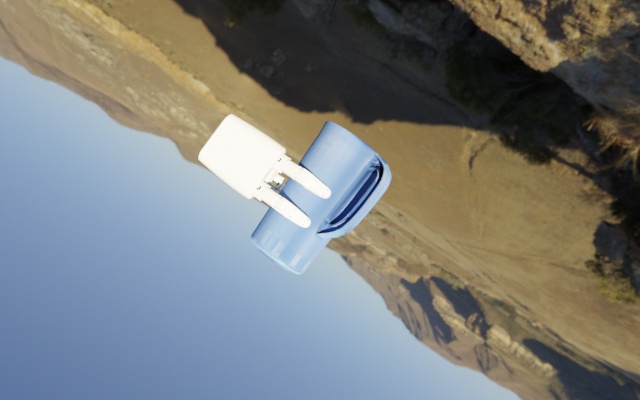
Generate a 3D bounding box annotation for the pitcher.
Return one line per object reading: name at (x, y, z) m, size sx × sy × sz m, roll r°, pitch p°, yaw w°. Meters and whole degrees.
pitcher at (0.000, 0.002, 0.793) m, size 0.145 × 0.243 × 0.149 m, roll 36°, pitch -2°, yaw 2°
